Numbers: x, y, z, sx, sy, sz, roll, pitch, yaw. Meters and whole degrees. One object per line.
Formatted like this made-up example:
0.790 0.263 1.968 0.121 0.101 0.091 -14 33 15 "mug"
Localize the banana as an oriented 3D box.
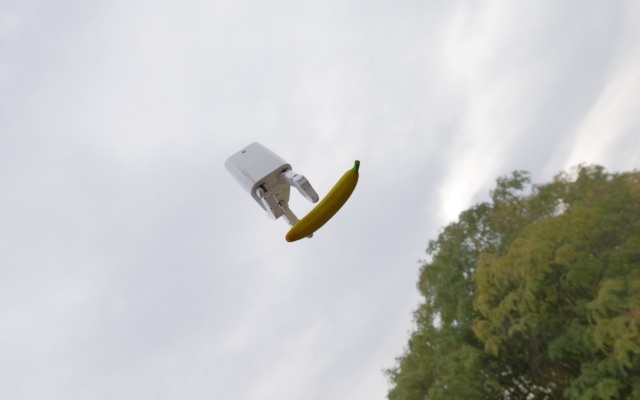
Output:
0.010 0.007 0.895 0.037 0.198 0.070 40 -1 34 "banana"
